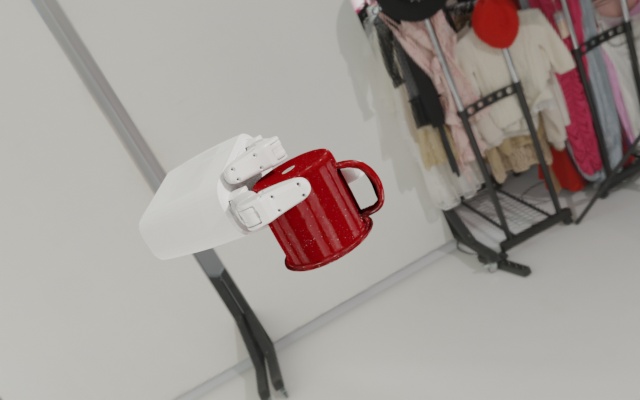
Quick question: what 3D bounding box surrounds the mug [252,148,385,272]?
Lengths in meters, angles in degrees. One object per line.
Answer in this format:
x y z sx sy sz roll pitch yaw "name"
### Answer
0.001 0.001 0.434 0.117 0.081 0.093 -21 18 23 "mug"
